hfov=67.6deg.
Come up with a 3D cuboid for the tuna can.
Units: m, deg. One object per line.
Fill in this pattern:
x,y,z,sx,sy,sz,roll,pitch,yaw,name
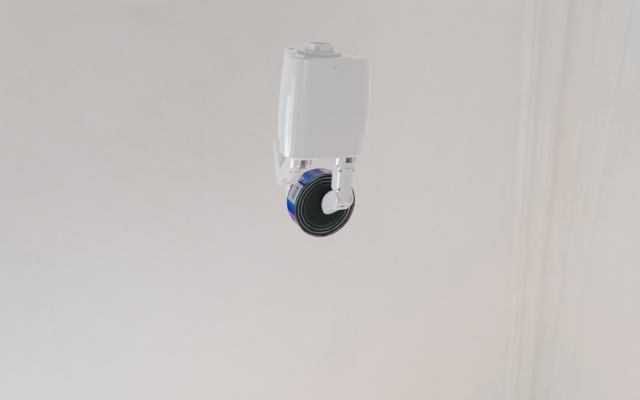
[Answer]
0.000,0.002,0.621,0.086,0.086,0.033,0,20,-28,tuna can
